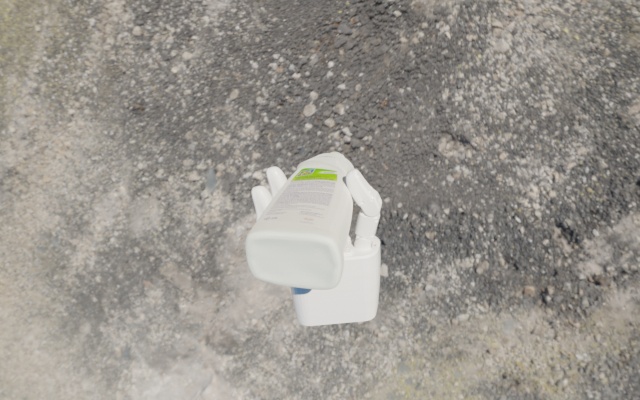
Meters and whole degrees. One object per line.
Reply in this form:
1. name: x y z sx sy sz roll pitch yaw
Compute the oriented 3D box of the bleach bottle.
1. bleach bottle: 0.000 0.002 0.568 0.102 0.068 0.250 4 28 13
